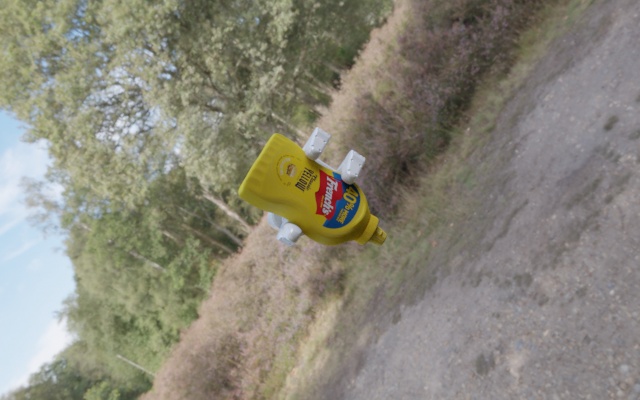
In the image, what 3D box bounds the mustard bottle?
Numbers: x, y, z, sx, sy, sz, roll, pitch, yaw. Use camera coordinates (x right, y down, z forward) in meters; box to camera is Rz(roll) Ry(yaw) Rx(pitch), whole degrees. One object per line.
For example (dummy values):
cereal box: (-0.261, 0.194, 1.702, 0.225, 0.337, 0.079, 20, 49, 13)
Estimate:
mustard bottle: (0.000, 0.002, 0.604, 0.191, 0.096, 0.058, 32, -35, -8)
